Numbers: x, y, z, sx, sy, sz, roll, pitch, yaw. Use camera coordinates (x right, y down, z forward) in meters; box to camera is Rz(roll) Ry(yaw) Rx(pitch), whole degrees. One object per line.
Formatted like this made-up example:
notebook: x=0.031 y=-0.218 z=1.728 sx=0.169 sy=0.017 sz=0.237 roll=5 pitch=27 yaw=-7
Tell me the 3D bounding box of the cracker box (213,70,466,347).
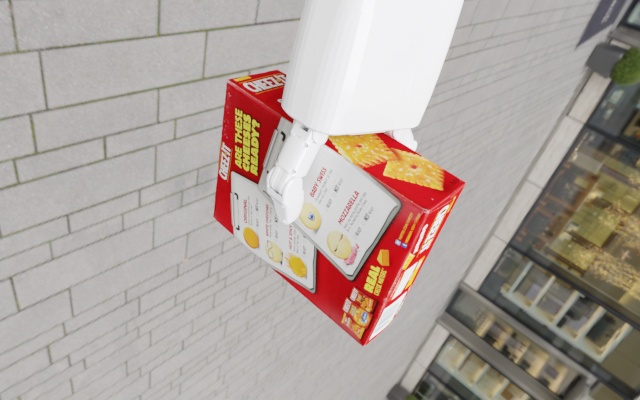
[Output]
cracker box: x=0.000 y=0.002 z=0.439 sx=0.213 sy=0.164 sz=0.072 roll=36 pitch=42 yaw=25
